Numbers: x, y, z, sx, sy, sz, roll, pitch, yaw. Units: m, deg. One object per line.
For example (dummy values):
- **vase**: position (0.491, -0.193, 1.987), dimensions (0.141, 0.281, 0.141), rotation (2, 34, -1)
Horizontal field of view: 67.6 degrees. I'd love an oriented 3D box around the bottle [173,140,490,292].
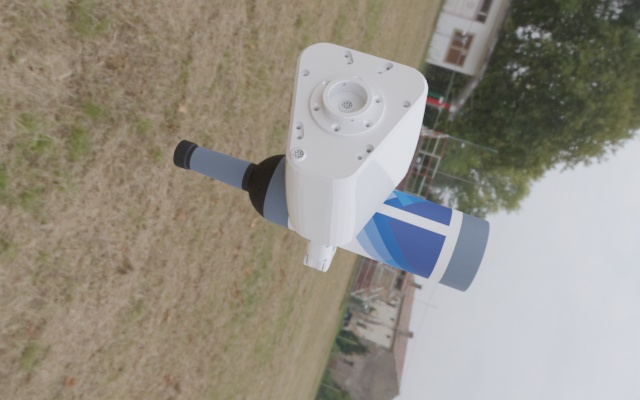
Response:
- **bottle**: position (0.000, 0.002, 0.444), dimensions (0.295, 0.069, 0.069), rotation (19, 3, 9)
